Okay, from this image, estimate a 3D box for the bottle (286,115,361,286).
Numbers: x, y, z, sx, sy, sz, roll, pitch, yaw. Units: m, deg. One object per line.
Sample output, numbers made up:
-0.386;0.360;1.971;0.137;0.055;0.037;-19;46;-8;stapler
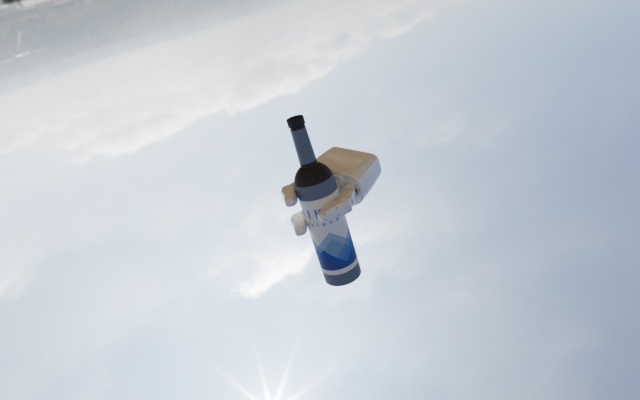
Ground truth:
0.000;0.003;0.789;0.069;0.296;0.069;-15;23;6;bottle
